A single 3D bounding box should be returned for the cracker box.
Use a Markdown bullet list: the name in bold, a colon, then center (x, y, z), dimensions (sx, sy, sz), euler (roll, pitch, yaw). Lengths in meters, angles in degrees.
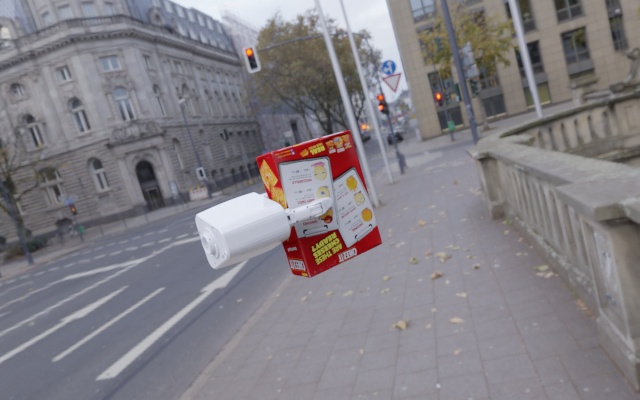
- **cracker box**: center (0.000, 0.003, 0.829), dimensions (0.164, 0.214, 0.072), euler (-21, 9, -30)
